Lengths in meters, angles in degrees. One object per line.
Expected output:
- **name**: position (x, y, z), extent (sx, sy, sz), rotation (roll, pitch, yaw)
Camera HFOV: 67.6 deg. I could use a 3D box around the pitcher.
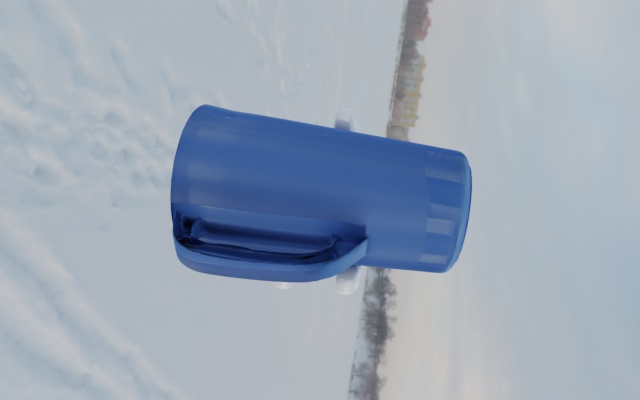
- **pitcher**: position (0.000, 0.001, 0.421), extent (0.243, 0.149, 0.145), rotation (8, -8, 7)
